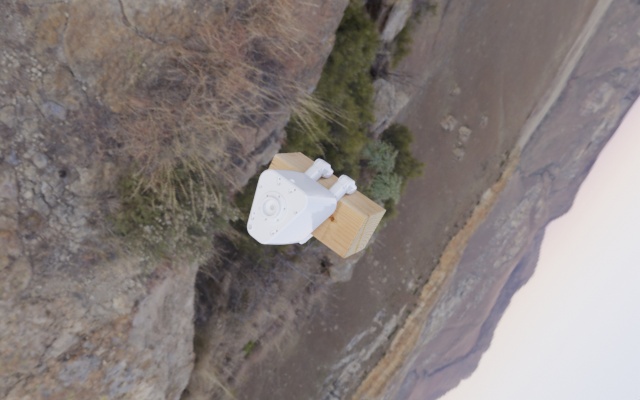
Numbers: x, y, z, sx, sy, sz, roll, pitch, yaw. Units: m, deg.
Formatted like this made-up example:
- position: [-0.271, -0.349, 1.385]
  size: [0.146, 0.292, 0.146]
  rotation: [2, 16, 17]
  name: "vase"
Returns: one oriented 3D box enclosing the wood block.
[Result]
- position: [0.000, 0.003, 0.872]
  size: [0.206, 0.091, 0.090]
  rotation: [36, 23, 21]
  name: "wood block"
